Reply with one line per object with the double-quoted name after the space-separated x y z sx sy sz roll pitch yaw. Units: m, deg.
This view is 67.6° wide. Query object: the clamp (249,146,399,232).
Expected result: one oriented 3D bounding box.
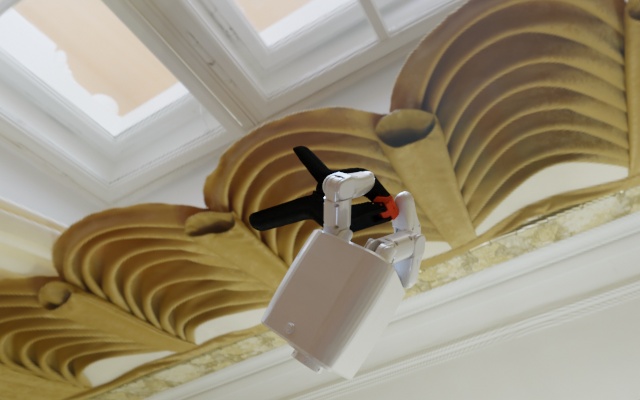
0.001 0.002 0.525 0.171 0.120 0.039 20 -18 42 "clamp"
